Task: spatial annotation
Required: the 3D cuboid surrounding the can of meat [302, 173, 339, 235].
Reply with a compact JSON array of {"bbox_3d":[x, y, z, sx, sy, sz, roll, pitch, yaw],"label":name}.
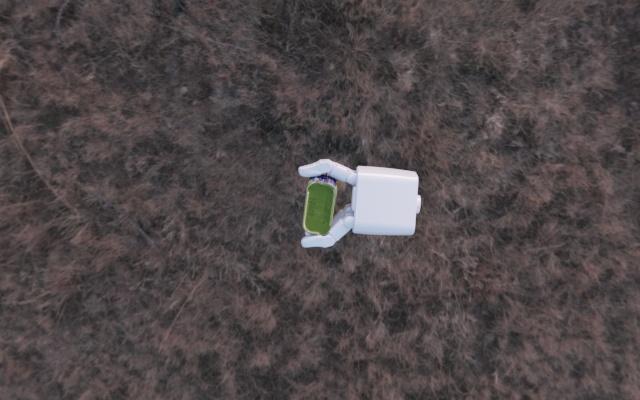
[{"bbox_3d":[0.000,0.003,0.854,0.057,0.102,0.084,8,18,1],"label":"can of meat"}]
